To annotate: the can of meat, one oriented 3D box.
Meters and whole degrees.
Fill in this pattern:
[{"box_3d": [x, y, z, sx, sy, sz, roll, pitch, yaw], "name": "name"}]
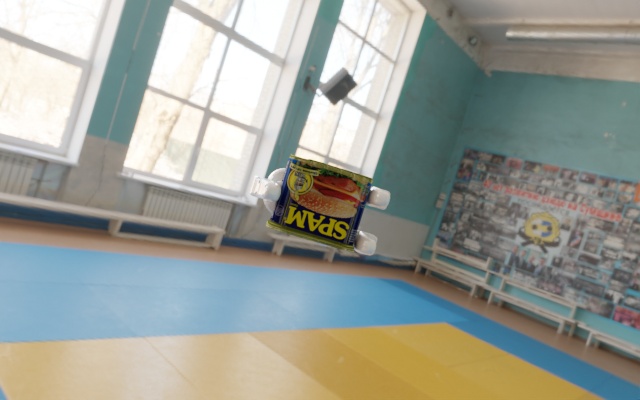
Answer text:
[{"box_3d": [0.000, 0.001, 0.533, 0.102, 0.084, 0.057, 17, 2, -6], "name": "can of meat"}]
